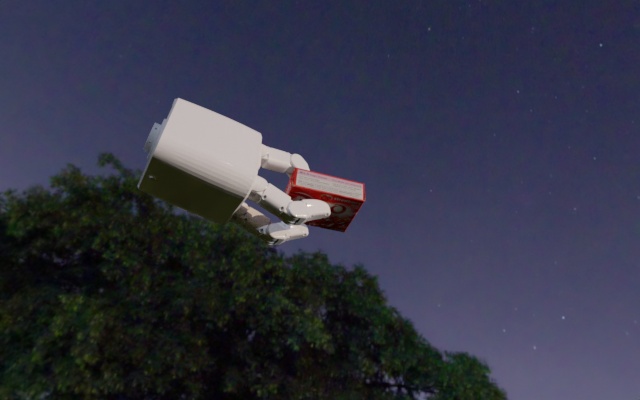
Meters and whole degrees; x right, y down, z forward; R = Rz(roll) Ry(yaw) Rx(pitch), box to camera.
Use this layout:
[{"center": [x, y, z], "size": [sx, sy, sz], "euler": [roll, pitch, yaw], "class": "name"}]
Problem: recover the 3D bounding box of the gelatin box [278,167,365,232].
[{"center": [0.000, 0.002, 0.575], "size": [0.089, 0.030, 0.073], "euler": [12, -37, -12], "class": "gelatin box"}]
